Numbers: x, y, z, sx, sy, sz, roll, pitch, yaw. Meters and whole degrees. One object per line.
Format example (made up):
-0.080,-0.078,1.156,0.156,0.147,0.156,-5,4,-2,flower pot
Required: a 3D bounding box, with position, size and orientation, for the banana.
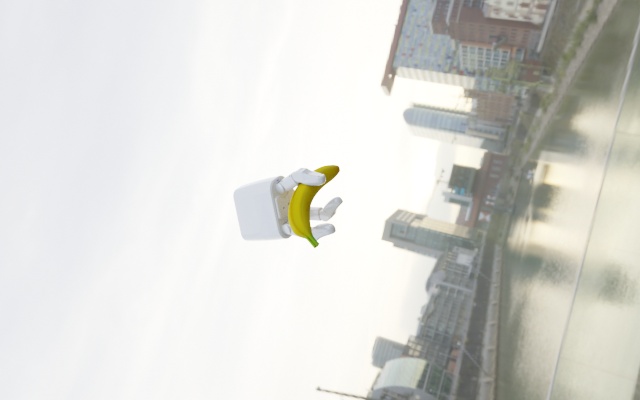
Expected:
-0.016,-0.004,0.851,0.069,0.197,0.037,31,-41,-16,banana
